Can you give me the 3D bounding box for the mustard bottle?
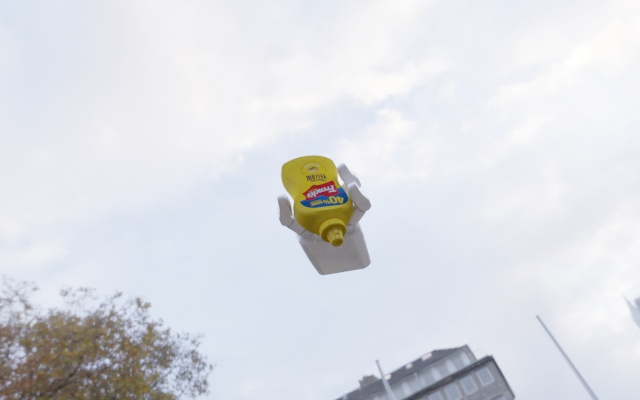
[{"bbox_3d":[0.000,0.002,0.778,0.096,0.058,0.191,-6,42,-15],"label":"mustard bottle"}]
